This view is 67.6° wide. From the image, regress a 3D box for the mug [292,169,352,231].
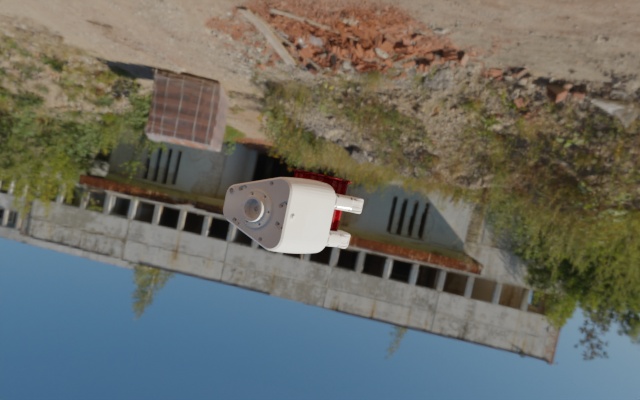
[{"bbox_3d":[0.001,0.003,0.738,0.093,0.081,0.117,13,2,32],"label":"mug"}]
